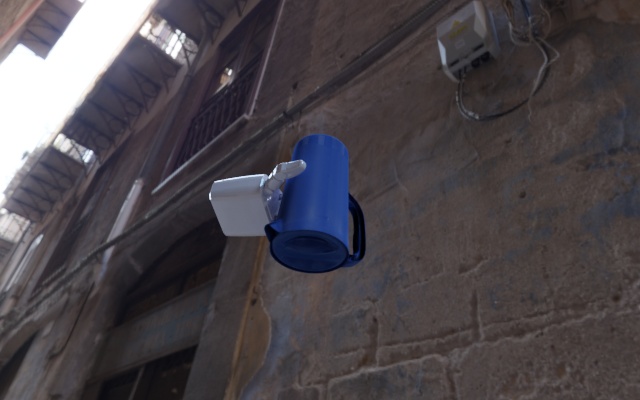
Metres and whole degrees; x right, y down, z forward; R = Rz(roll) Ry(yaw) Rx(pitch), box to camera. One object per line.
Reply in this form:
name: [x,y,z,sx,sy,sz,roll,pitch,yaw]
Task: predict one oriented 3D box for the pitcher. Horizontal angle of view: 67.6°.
pitcher: [0.000,0.003,0.862,0.145,0.242,0.149,-6,-40,16]
